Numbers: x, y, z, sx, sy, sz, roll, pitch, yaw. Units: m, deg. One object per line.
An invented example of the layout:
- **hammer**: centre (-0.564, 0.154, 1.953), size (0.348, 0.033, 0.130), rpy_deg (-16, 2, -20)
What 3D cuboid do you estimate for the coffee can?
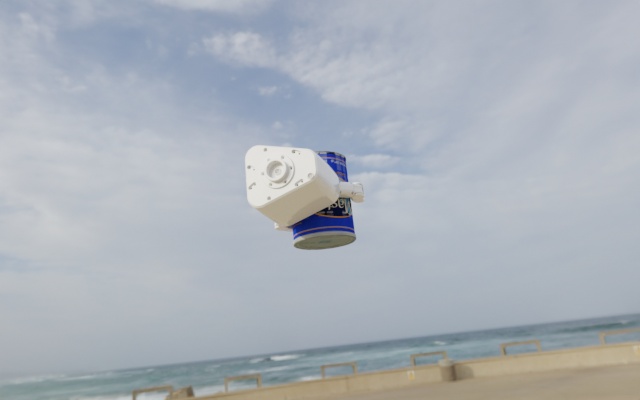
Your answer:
- **coffee can**: centre (0.000, 0.003, 0.792), size (0.103, 0.140, 0.103), rpy_deg (-6, -17, -2)
